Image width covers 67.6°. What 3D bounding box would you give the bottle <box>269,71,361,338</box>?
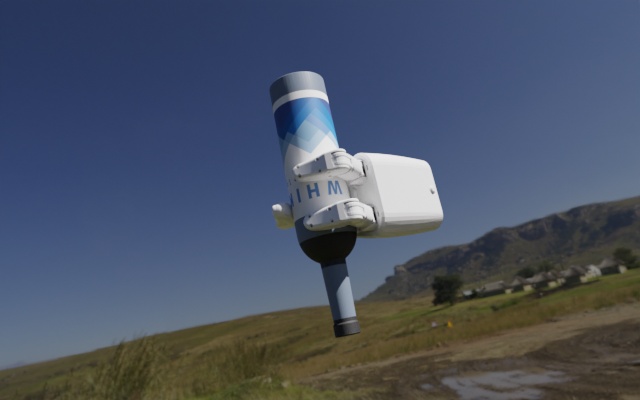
[{"bbox_3d":[0.000,0.002,0.536,0.069,0.295,0.069,-11,-15,-3],"label":"bottle"}]
